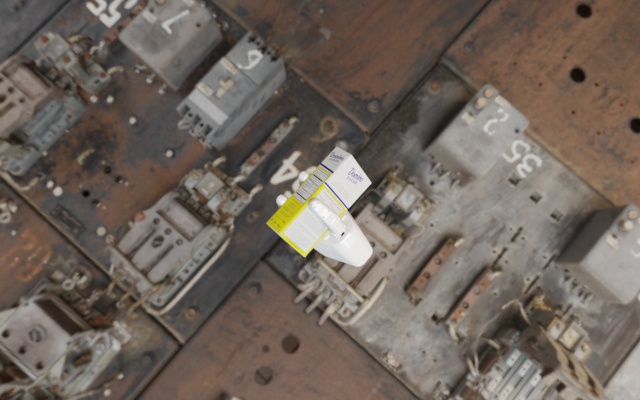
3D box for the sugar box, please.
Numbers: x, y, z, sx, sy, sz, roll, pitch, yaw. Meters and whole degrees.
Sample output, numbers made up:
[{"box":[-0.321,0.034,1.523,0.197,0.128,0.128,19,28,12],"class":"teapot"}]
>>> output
[{"box":[0.000,0.003,0.810,0.048,0.176,0.093,35,-9,41],"class":"sugar box"}]
